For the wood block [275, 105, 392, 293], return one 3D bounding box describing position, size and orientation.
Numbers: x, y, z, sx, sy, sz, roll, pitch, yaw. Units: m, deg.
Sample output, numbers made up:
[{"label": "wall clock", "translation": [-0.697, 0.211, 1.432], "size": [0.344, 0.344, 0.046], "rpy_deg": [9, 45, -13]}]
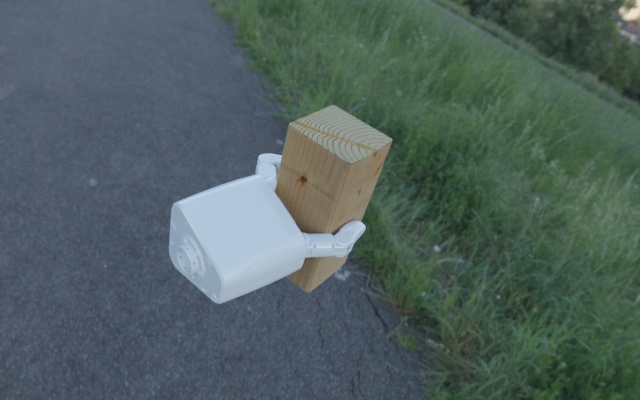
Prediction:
[{"label": "wood block", "translation": [0.000, 0.002, 0.593], "size": [0.091, 0.206, 0.090], "rpy_deg": [35, 41, 21]}]
